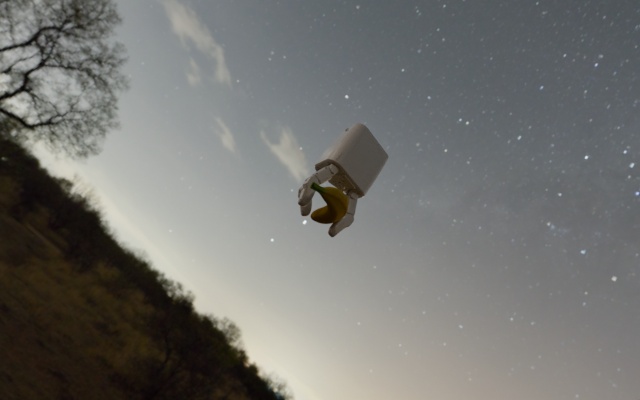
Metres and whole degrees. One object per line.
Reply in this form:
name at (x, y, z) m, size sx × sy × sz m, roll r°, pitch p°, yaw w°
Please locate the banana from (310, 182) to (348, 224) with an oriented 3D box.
banana at (0.016, 0.011, 0.887) m, size 0.069 × 0.037 × 0.198 m, roll 29°, pitch -18°, yaw 8°
